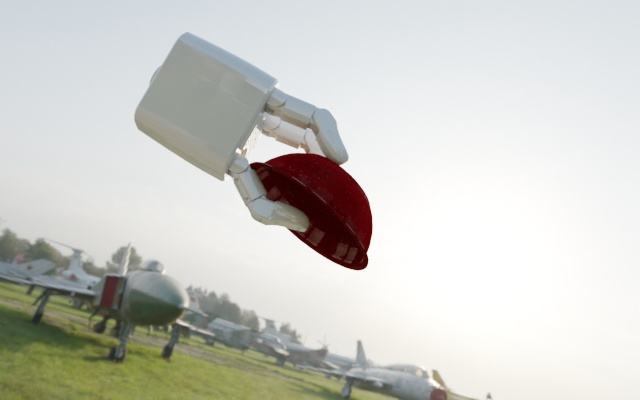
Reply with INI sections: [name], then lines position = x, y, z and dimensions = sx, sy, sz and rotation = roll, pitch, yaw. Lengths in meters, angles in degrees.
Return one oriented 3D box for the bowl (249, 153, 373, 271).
[bowl]
position = 0.001, 0.002, 0.506
dimensions = 0.162, 0.055, 0.162
rotation = 36, -20, 15
